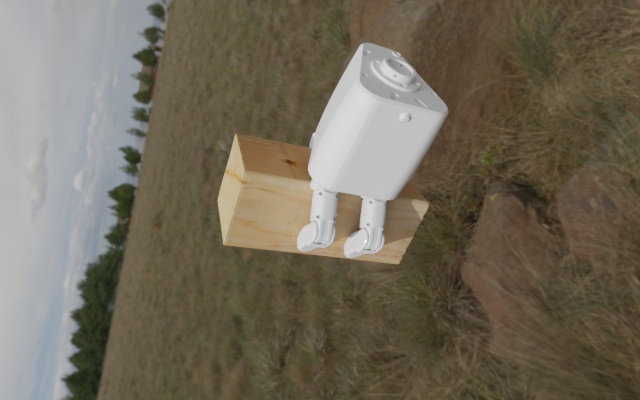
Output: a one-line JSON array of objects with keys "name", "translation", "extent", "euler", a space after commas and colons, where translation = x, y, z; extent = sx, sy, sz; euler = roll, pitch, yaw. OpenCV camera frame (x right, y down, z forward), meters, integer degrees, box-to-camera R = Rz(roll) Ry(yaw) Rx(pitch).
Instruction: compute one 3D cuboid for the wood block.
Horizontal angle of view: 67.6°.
[{"name": "wood block", "translation": [0.000, 0.001, 0.533], "extent": [0.206, 0.090, 0.090], "euler": [9, 29, -22]}]
